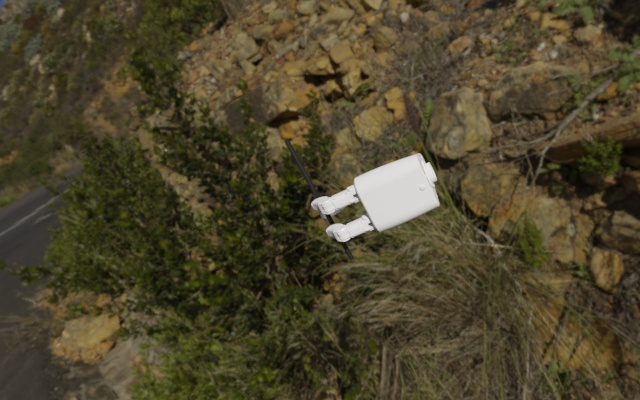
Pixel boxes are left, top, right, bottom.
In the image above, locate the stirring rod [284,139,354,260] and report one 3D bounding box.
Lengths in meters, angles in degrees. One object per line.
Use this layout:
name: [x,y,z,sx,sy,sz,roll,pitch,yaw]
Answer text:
stirring rod: [0.000,0.003,0.813,0.011,0.239,0.011,-26,17,8]
